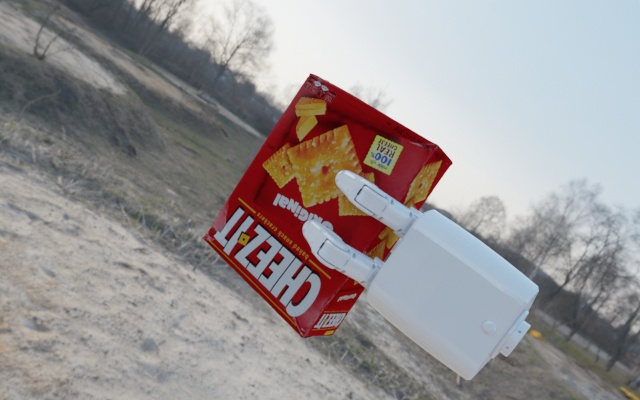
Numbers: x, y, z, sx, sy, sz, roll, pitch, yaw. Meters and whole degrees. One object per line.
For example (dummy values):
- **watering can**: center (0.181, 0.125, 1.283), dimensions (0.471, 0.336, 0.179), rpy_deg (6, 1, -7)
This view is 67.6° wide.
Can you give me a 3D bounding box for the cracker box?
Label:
- **cracker box**: center (0.000, 0.001, 0.483), dimensions (0.164, 0.214, 0.072), rpy_deg (38, 7, 29)
